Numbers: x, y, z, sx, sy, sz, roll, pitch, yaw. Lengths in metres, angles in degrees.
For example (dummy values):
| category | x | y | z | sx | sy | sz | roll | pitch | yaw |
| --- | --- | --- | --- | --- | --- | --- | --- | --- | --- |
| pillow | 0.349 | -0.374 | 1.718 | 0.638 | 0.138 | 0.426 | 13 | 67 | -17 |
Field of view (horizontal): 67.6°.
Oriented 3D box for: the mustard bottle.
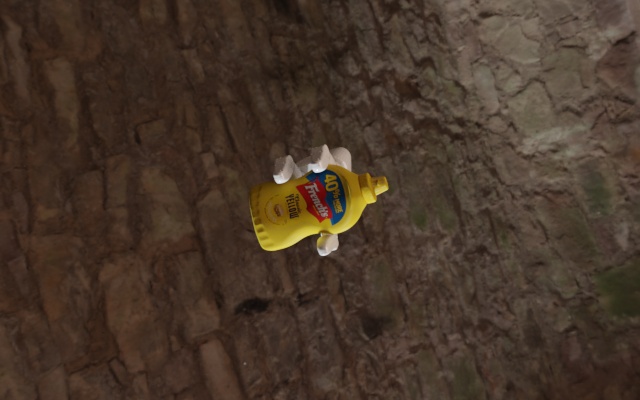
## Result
| category | x | y | z | sx | sy | sz | roll | pitch | yaw |
| --- | --- | --- | --- | --- | --- | --- | --- | --- | --- |
| mustard bottle | 0.000 | 0.002 | 0.666 | 0.191 | 0.096 | 0.058 | -16 | -13 | 13 |
